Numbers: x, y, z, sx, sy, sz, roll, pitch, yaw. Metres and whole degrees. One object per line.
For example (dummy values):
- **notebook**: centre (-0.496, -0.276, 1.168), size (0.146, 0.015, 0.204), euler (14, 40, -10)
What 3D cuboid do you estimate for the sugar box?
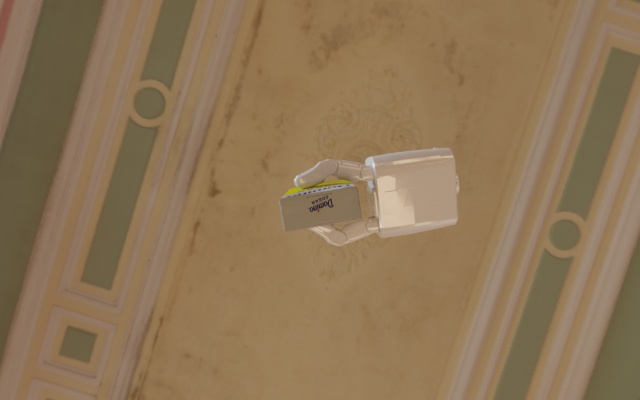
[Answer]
- **sugar box**: centre (0.000, 0.001, 0.628), size (0.093, 0.048, 0.176), euler (-10, 2, 0)
